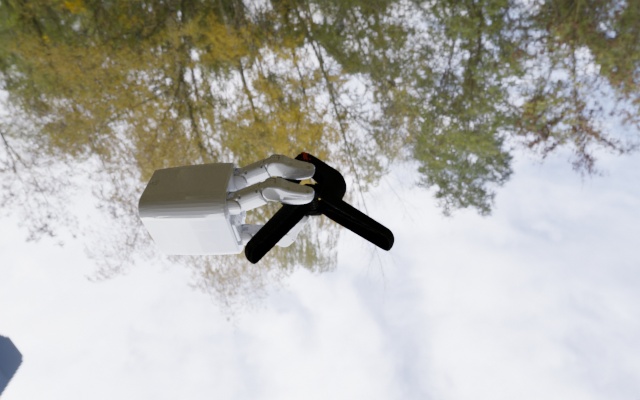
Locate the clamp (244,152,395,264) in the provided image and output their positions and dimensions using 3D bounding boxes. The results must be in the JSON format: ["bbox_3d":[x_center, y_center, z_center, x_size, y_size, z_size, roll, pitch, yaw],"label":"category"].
[{"bbox_3d":[0.000,0.002,0.593,0.164,0.036,0.209,0,35,1],"label":"clamp"}]
